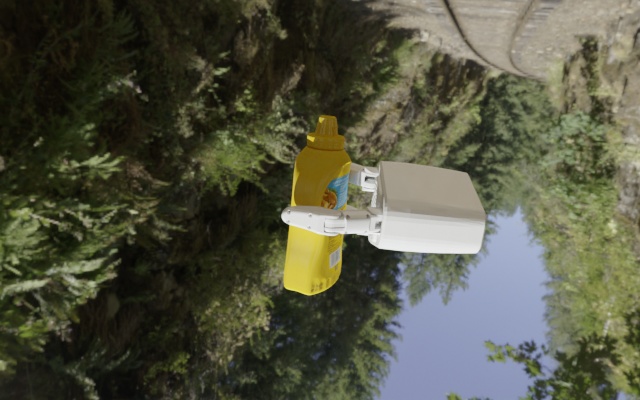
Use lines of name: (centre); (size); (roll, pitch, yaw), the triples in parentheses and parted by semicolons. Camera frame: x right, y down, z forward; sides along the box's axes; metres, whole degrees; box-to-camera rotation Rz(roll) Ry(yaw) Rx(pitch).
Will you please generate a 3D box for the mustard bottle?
mustard bottle: (0.000, 0.002, 0.537); (0.058, 0.192, 0.096); (13, 18, 22)
